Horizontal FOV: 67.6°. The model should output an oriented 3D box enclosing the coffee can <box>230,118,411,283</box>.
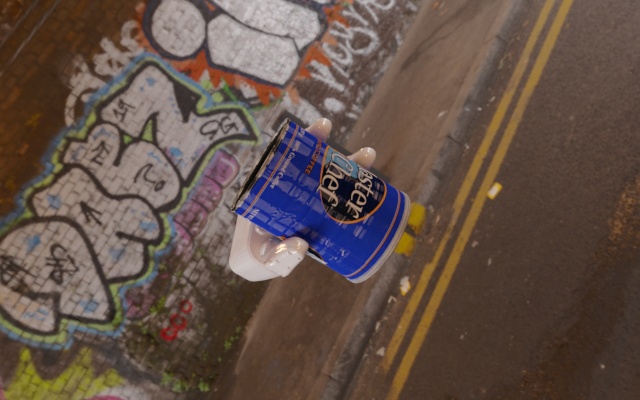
[{"bbox_3d":[0.000,0.002,0.461,0.140,0.103,0.103,32,-8,-13],"label":"coffee can"}]
